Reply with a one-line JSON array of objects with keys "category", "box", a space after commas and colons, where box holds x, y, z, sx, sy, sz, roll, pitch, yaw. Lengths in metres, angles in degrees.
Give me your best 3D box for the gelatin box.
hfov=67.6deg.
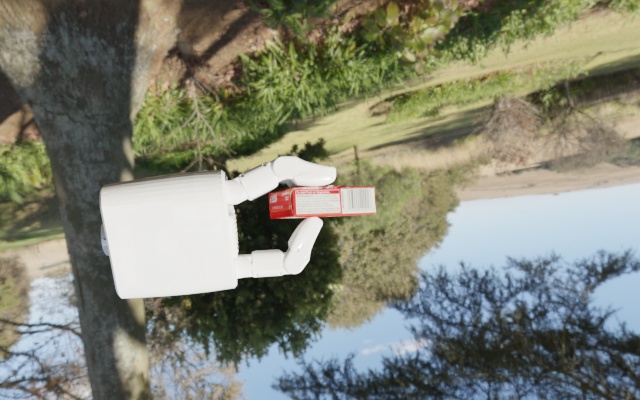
[{"category": "gelatin box", "box": [0.000, 0.002, 0.481, 0.089, 0.030, 0.073, -2, -2, -22]}]
